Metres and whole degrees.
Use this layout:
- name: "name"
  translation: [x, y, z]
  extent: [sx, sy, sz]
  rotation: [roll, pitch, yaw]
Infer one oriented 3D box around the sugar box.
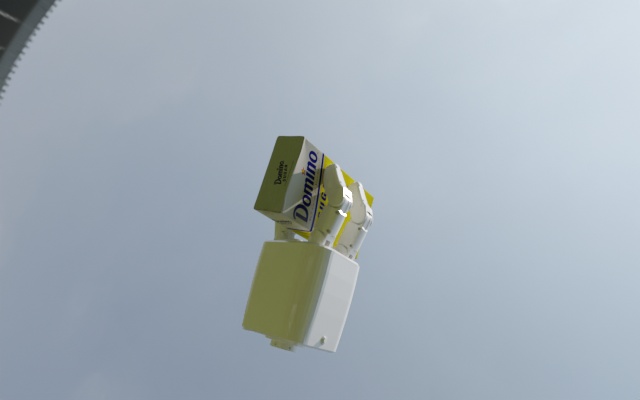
- name: "sugar box"
  translation: [0.001, 0.002, 0.584]
  extent: [0.048, 0.093, 0.176]
  rotation: [6, -18, 34]
